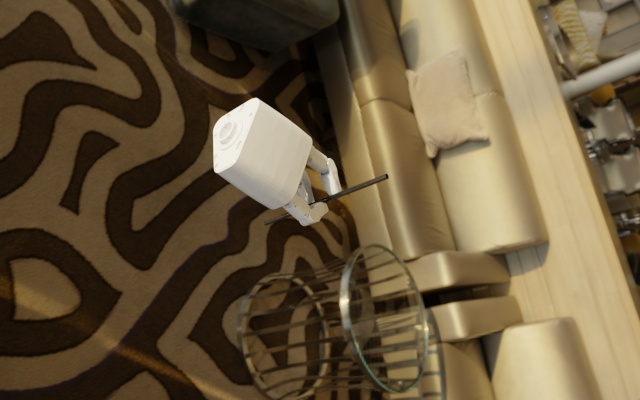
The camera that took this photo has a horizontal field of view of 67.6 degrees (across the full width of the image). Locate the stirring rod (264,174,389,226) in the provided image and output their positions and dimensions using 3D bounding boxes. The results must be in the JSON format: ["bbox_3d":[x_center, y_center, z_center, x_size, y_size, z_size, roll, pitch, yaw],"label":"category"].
[{"bbox_3d":[0.000,0.002,0.728,0.239,0.011,0.011,-21,-13,35],"label":"stirring rod"}]
